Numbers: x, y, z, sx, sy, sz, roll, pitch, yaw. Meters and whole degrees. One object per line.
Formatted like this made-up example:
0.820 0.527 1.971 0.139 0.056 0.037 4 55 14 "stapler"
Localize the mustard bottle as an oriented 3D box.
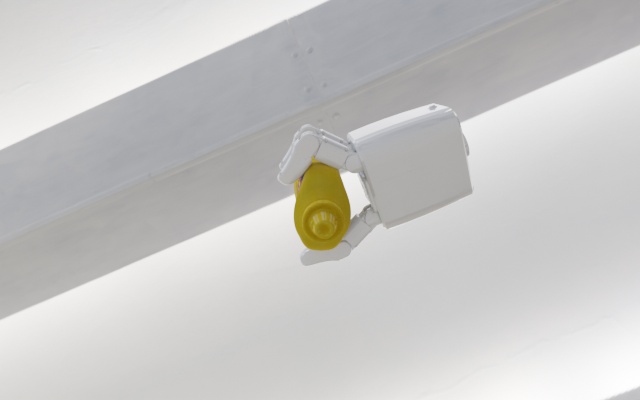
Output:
0.000 0.002 0.524 0.058 0.096 0.191 3 15 -4 "mustard bottle"
